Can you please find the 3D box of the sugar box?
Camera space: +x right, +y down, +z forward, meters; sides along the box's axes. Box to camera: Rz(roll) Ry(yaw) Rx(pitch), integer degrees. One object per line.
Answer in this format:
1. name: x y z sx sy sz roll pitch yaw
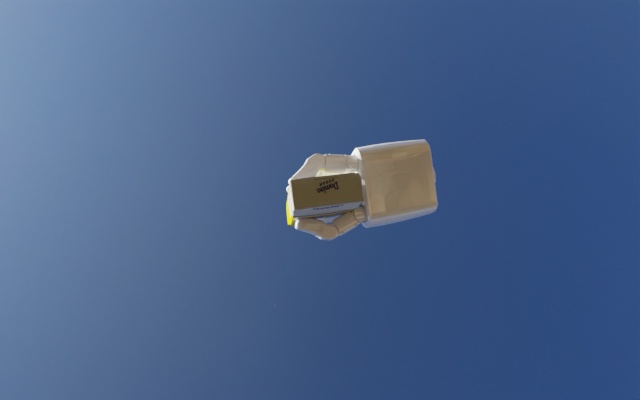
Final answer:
1. sugar box: 0.000 0.002 0.684 0.093 0.048 0.176 -7 -12 -7
